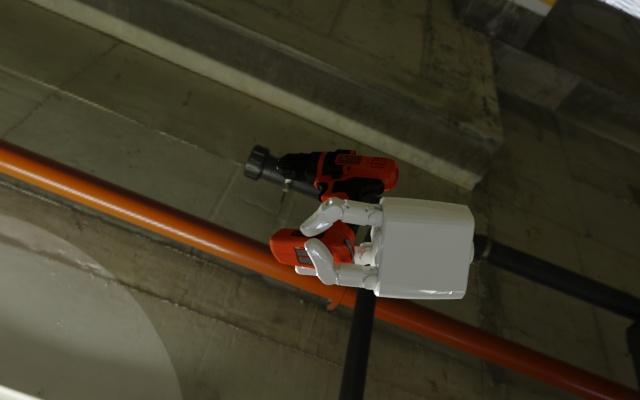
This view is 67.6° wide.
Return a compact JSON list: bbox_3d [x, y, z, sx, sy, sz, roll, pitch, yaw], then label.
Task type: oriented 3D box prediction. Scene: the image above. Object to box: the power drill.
[{"bbox_3d":[0.000,0.003,0.651,0.184,0.187,0.057,5,-42,22],"label":"power drill"}]
